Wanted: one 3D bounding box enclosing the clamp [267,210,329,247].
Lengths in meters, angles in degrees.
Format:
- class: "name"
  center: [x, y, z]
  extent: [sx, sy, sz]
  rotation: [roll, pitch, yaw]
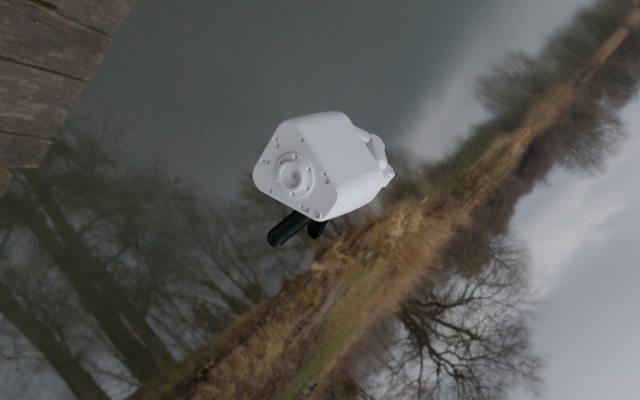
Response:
- class: "clamp"
  center: [0.001, 0.002, 0.642]
  extent: [0.039, 0.171, 0.120]
  rotation: [43, 30, 15]
